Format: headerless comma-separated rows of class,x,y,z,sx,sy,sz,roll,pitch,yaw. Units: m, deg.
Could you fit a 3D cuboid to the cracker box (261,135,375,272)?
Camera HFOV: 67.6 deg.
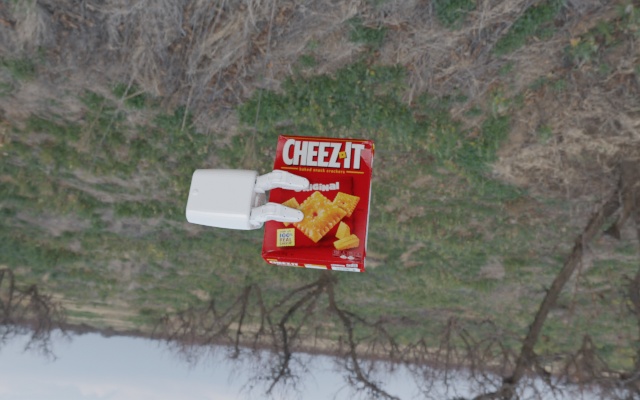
cracker box,0.000,0.003,0.791,0.164,0.213,0.072,4,-17,7
